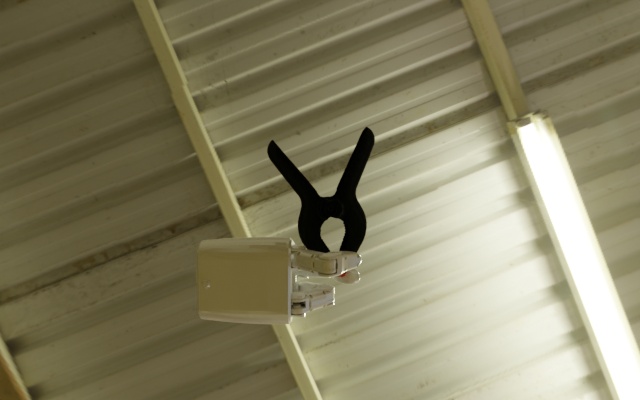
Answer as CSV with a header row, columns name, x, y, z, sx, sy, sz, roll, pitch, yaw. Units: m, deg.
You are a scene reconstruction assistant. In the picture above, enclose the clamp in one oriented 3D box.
name,x,y,z,sx,sy,sz,roll,pitch,yaw
clamp,0.000,0.002,0.546,0.120,0.171,0.039,1,6,3
